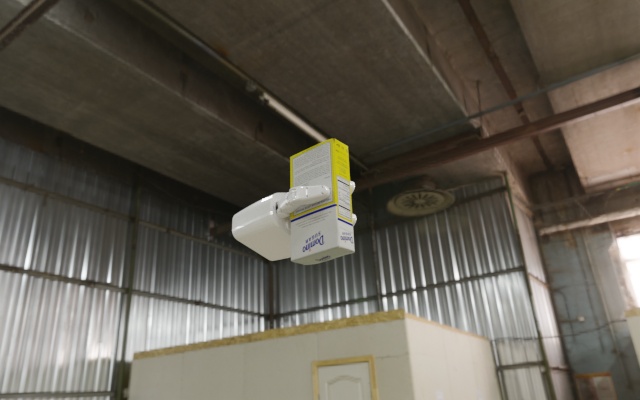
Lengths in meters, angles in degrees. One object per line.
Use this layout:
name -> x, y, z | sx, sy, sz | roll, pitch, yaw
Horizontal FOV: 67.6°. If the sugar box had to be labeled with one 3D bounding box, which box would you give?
sugar box -> 0.000, 0.002, 0.721 | 0.093, 0.176, 0.048 | -20, -28, 36
